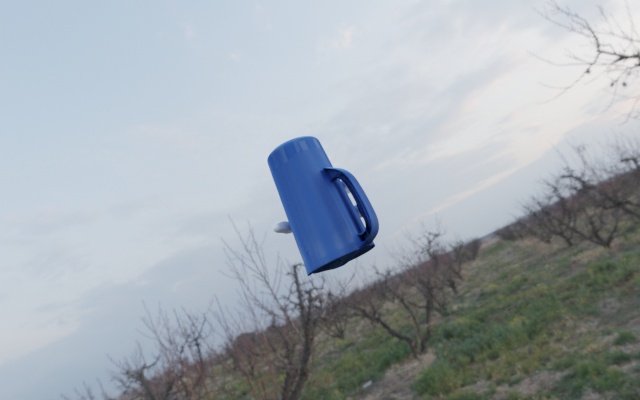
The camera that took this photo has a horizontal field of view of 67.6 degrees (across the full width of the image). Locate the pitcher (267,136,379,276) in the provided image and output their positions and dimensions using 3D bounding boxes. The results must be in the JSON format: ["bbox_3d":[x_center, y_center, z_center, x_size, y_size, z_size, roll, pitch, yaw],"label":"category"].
[{"bbox_3d":[0.000,0.003,0.877,0.149,0.242,0.145,-23,-13,-3],"label":"pitcher"}]
